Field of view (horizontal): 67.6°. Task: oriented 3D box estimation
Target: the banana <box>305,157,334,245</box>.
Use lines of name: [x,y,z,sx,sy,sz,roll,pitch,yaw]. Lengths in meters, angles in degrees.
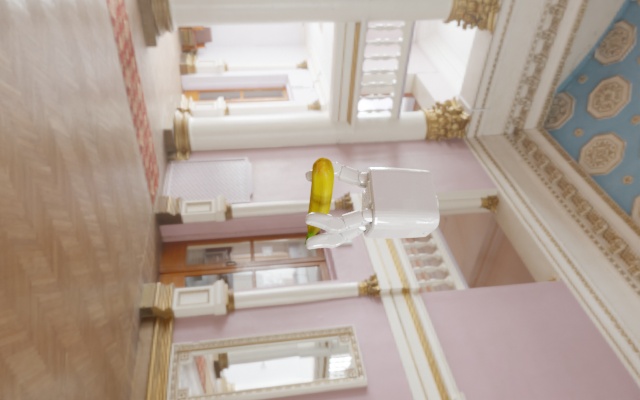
banana: [0.001,-0.009,0.758,0.037,0.069,0.198,6,-42,-1]
